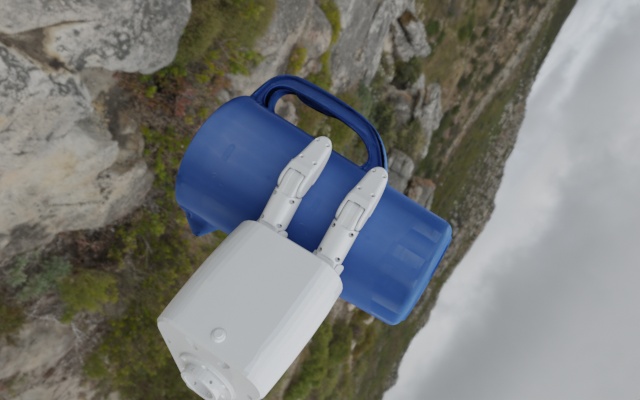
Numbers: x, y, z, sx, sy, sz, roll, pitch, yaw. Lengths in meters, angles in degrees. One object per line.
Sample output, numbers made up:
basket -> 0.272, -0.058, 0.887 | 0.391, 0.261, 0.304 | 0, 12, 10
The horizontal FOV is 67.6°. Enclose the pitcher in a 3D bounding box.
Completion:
pitcher -> 0.000, 0.002, 0.458 | 0.243, 0.149, 0.145 | 30, 49, 12
